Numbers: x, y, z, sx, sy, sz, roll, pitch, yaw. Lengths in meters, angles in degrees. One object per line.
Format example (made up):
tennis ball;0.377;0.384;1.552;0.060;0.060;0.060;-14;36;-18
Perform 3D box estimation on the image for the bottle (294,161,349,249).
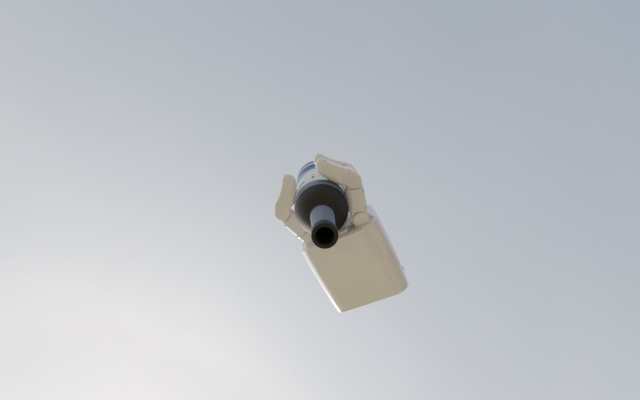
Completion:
bottle;0.000;0.002;0.617;0.069;0.069;0.295;0;13;-2
